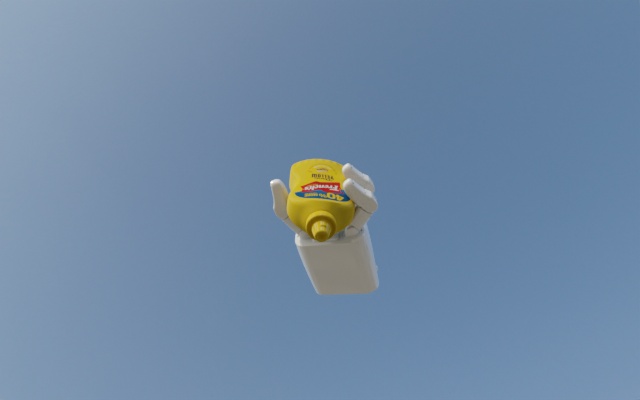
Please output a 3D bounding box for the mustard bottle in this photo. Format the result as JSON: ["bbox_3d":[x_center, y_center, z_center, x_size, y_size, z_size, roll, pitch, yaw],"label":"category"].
[{"bbox_3d":[0.000,0.002,0.690,0.096,0.058,0.191,7,28,-4],"label":"mustard bottle"}]
